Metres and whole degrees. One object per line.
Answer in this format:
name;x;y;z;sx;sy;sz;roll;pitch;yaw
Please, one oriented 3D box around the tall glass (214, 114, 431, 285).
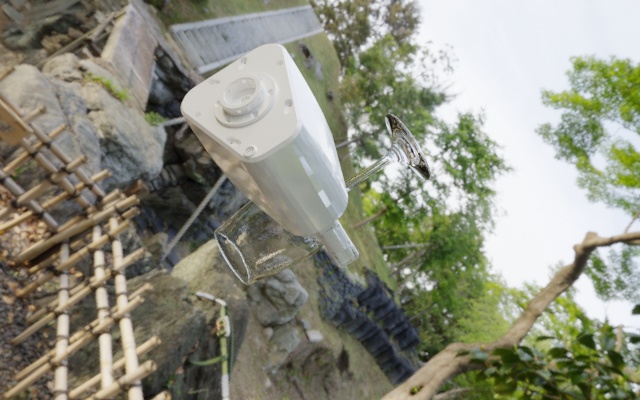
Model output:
tall glass;0.001;0.001;0.456;0.201;0.079;0.079;-33;0;-1
